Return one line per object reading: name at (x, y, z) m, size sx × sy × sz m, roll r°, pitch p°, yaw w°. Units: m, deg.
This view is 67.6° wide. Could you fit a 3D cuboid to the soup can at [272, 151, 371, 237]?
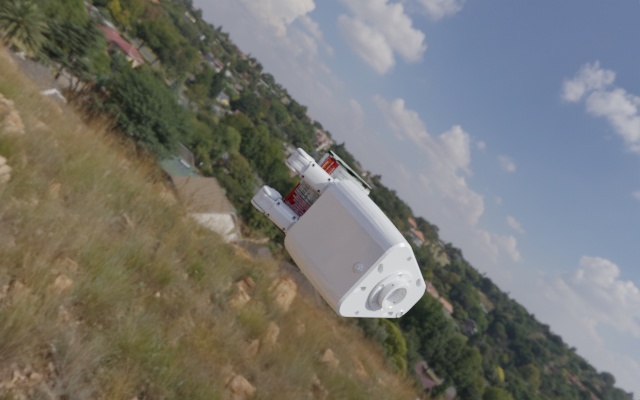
soup can at (0.000, 0.001, 0.546) m, size 0.068 × 0.102 × 0.068 m, roll 42°, pitch 7°, yaw -6°
